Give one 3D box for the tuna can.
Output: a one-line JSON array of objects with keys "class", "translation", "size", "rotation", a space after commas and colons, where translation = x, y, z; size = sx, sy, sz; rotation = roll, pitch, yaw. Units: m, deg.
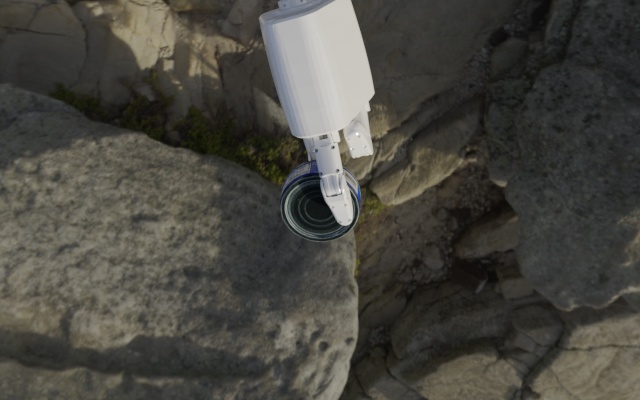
[{"class": "tuna can", "translation": [0.000, 0.002, 0.508], "size": [0.086, 0.086, 0.033], "rotation": [0, 32, 4]}]
